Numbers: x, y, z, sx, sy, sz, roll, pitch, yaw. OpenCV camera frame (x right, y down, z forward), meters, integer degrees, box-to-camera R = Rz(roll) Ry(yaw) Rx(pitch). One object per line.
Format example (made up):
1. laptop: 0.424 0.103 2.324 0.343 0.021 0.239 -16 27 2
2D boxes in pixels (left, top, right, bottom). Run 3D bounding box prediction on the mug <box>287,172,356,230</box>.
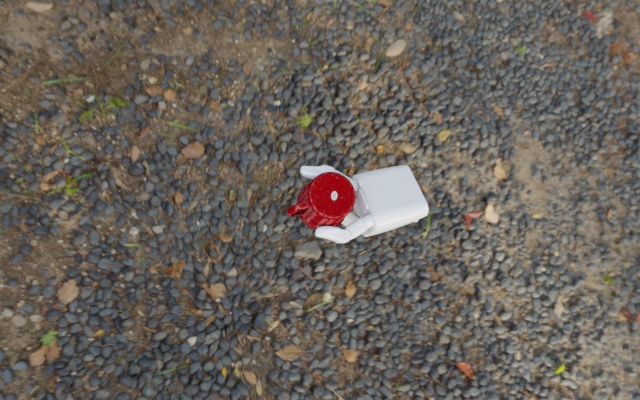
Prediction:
1. mug: -0.001 0.003 0.806 0.117 0.093 0.081 -14 -10 -16
